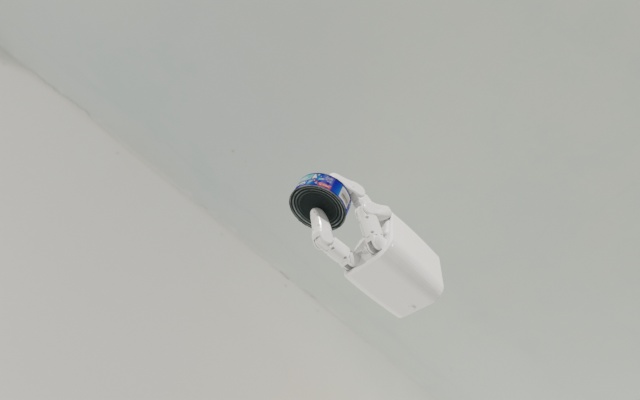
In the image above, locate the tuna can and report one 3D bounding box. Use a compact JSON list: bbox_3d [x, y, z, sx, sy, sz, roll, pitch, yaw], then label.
[{"bbox_3d":[0.000,0.002,0.691,0.086,0.086,0.033,0,40,24],"label":"tuna can"}]
